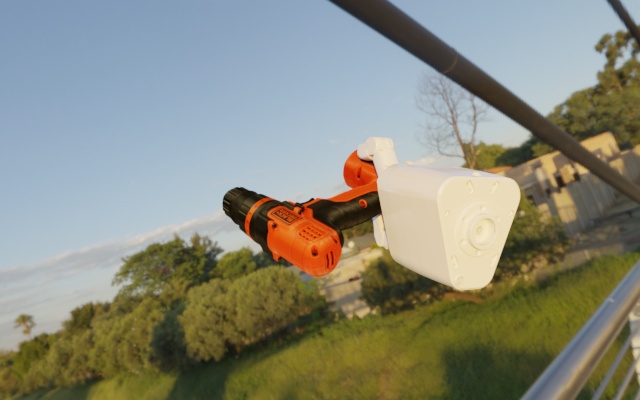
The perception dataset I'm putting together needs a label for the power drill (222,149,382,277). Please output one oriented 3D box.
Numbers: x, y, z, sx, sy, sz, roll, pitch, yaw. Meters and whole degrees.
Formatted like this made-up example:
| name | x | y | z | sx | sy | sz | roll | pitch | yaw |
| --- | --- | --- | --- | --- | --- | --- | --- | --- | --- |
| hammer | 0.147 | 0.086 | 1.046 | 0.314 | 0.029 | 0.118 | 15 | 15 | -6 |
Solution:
| name | x | y | z | sx | sy | sz | roll | pitch | yaw |
| --- | --- | --- | --- | --- | --- | --- | --- | --- | --- |
| power drill | 0.001 | 0.002 | 0.556 | 0.187 | 0.057 | 0.184 | -29 | 39 | -31 |
